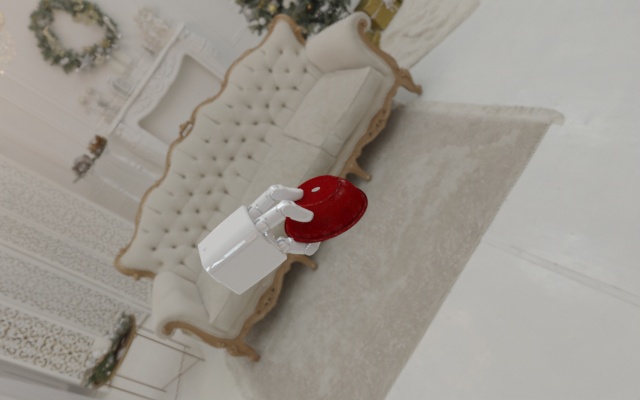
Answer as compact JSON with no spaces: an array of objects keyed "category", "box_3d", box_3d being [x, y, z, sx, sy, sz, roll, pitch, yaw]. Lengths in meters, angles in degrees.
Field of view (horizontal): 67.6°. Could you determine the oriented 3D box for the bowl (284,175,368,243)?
[{"category":"bowl","box_3d":[0.001,0.002,0.850,0.162,0.055,0.162,-17,31,11]}]
